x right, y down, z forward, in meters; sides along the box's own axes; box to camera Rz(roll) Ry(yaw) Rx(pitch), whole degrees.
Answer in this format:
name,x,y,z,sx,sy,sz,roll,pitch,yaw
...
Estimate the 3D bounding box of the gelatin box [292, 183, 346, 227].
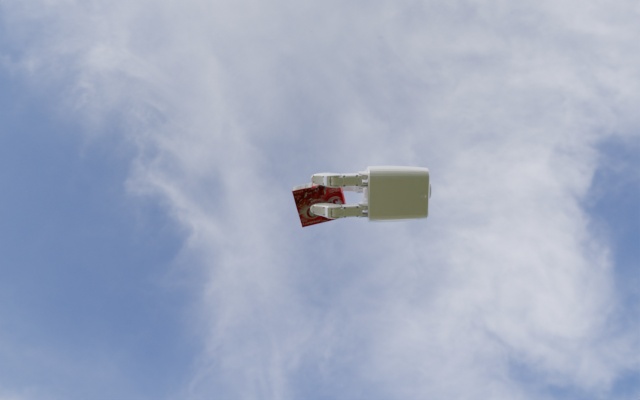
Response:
name,x,y,z,sx,sy,sz,roll,pitch,yaw
gelatin box,0.000,0.003,0.868,0.089,0.073,0.030,-13,18,7
